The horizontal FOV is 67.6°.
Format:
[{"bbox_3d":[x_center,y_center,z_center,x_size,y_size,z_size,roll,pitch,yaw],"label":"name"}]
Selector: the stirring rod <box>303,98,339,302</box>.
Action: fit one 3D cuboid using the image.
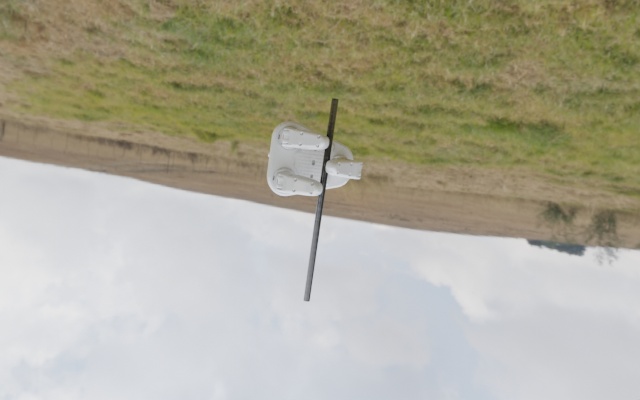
[{"bbox_3d":[0.000,0.002,0.561,0.011,0.239,0.011,8,6,-1],"label":"stirring rod"}]
